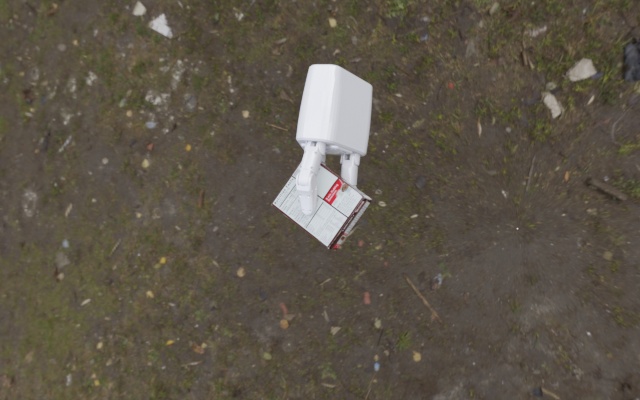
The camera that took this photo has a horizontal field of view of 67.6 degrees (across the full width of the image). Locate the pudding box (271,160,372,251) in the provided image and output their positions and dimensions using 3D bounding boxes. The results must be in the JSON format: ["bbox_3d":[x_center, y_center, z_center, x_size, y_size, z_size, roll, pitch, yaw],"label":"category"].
[{"bbox_3d":[0.000,0.002,0.670,0.113,0.090,0.039,37,6,22],"label":"pudding box"}]
